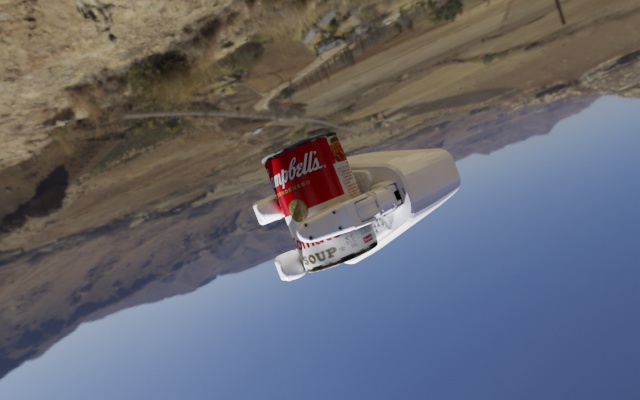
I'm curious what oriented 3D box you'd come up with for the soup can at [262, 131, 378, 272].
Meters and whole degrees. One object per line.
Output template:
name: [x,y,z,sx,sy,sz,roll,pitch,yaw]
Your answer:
soup can: [0.000,0.002,0.405,0.068,0.102,0.068,-21,0,0]
